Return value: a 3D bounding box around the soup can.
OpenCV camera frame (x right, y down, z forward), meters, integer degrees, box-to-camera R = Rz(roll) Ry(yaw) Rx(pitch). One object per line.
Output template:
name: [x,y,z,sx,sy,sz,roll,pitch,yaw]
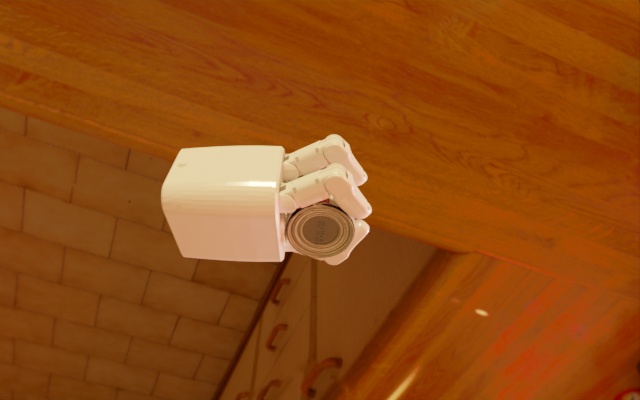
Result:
soup can: [0.001,0.002,0.493,0.068,0.069,0.102,0,35,0]
